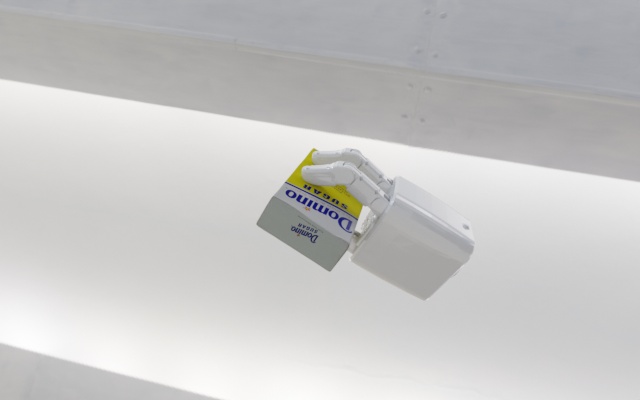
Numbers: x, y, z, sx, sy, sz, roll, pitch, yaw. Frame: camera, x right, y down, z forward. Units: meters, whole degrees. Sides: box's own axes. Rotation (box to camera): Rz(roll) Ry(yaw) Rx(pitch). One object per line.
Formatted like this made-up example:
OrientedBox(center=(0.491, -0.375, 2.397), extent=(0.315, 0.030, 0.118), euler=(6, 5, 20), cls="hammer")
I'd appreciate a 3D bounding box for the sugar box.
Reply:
OrientedBox(center=(0.001, 0.001, 0.550), extent=(0.093, 0.048, 0.176), euler=(33, 23, -2), cls="sugar box")
